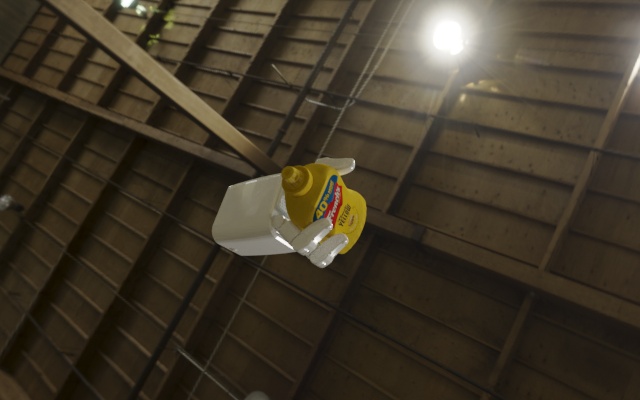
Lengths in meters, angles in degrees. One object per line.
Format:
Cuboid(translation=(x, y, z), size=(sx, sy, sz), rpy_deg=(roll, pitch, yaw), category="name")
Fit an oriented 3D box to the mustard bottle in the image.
Cuboid(translation=(0.001, 0.002, 0.671), size=(0.058, 0.096, 0.192), rpy_deg=(17, -14, 34), category="mustard bottle")
